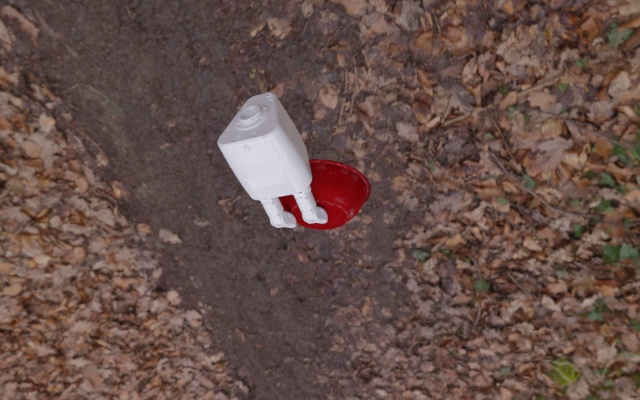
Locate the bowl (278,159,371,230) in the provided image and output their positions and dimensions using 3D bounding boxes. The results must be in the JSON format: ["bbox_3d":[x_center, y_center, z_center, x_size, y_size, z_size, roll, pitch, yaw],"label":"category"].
[{"bbox_3d":[0.001,0.004,0.771,0.162,0.055,0.162,3,-32,2],"label":"bowl"}]
